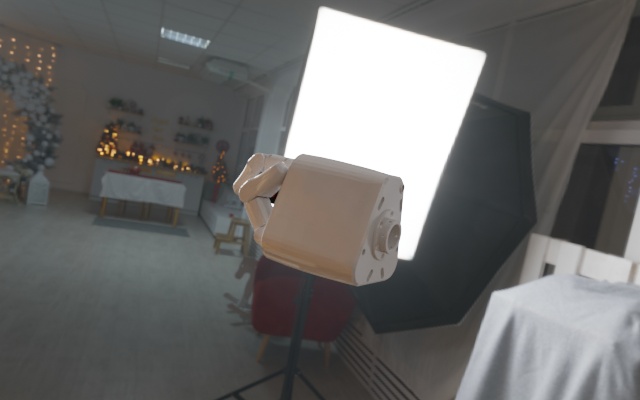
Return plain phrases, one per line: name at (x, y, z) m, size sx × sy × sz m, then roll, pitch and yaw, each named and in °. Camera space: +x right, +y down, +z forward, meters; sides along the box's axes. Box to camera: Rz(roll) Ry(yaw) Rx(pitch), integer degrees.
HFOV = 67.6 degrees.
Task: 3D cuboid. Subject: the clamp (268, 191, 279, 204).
clamp at (0.000, 0.001, 0.577) m, size 0.120 × 0.039 × 0.171 m, roll 15°, pitch 6°, yaw 33°
